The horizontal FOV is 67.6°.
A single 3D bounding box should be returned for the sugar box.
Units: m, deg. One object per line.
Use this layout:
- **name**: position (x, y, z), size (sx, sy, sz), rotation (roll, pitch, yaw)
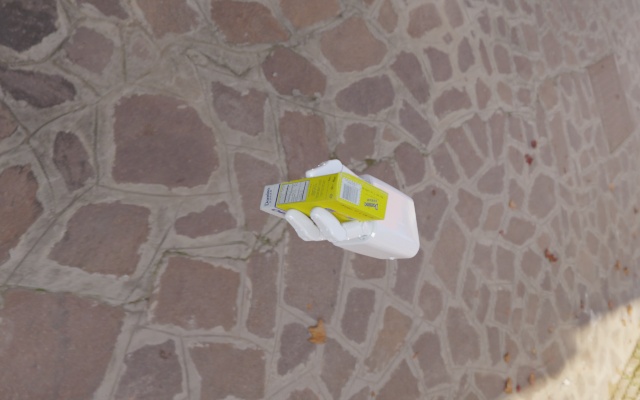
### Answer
- **sugar box**: position (0.000, 0.003, 0.685), size (0.093, 0.048, 0.176), rotation (23, -21, -36)
